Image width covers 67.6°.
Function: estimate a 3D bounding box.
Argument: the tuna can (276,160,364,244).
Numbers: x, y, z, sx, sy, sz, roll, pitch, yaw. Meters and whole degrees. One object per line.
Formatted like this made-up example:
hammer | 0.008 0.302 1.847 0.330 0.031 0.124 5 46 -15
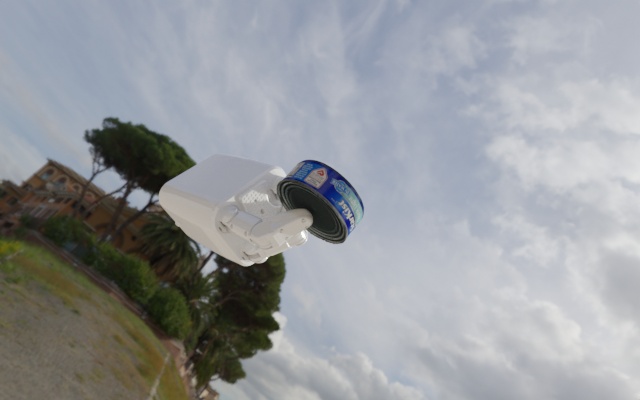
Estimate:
tuna can | 0.000 0.001 0.470 0.033 0.086 0.086 -49 25 -25
